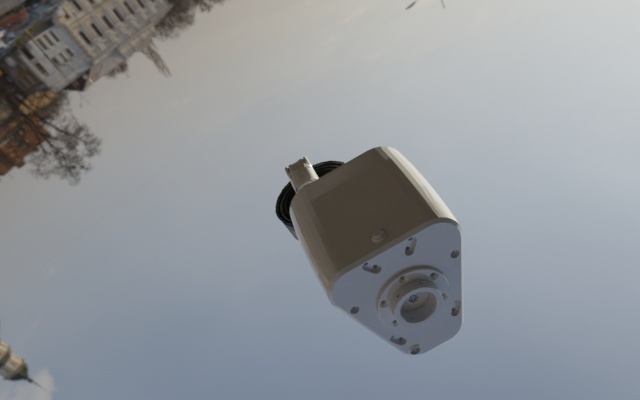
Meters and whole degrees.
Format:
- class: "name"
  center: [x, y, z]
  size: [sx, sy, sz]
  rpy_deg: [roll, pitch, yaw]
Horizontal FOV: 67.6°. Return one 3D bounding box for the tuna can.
- class: "tuna can"
  center: [0.000, 0.002, 0.474]
  size: [0.086, 0.086, 0.034]
  rpy_deg: [0, -43, 39]
